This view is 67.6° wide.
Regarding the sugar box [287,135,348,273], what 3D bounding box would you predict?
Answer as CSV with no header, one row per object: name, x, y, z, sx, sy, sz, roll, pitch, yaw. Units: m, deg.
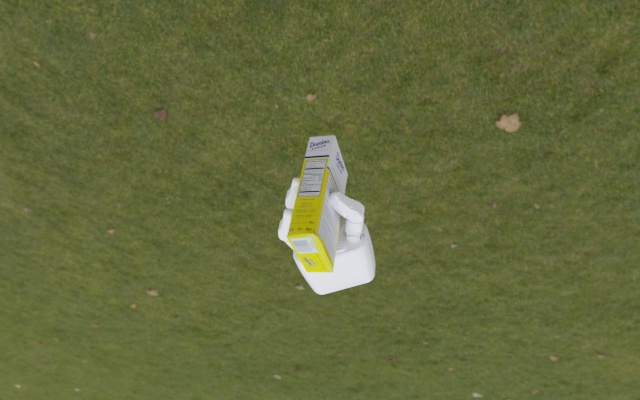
sugar box,0.000,0.002,0.672,0.048,0.176,0.093,-4,-39,16
